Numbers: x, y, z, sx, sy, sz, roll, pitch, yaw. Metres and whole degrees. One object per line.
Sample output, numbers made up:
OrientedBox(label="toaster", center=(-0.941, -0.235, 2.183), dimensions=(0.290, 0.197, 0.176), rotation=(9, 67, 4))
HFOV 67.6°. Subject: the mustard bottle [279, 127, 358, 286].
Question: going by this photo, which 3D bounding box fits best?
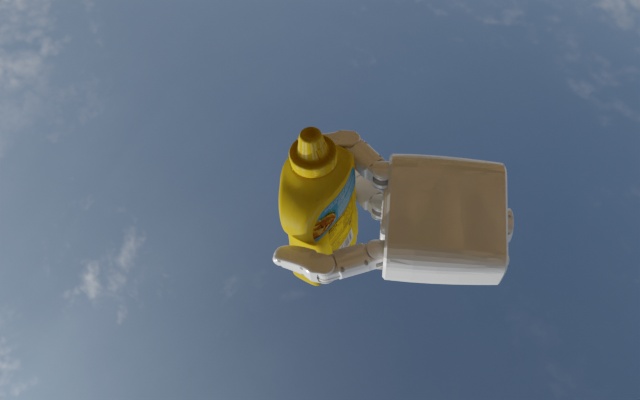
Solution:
OrientedBox(label="mustard bottle", center=(0.000, 0.002, 0.461), dimensions=(0.058, 0.096, 0.192), rotation=(25, -29, 21))
